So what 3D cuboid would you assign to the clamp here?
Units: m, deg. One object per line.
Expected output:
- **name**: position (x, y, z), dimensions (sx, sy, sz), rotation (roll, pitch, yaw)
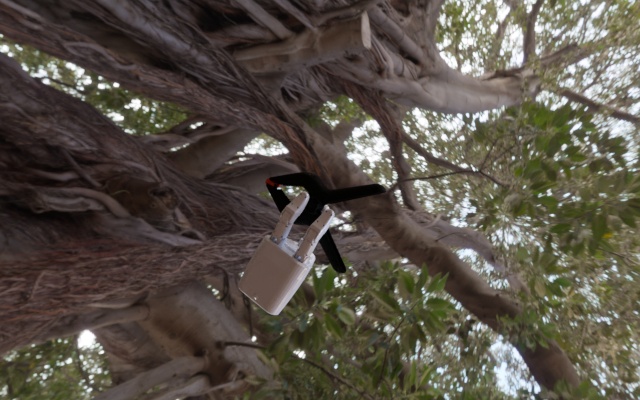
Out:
- **clamp**: position (0.000, 0.003, 0.832), dimensions (0.210, 0.164, 0.036), rotation (35, 6, 18)
